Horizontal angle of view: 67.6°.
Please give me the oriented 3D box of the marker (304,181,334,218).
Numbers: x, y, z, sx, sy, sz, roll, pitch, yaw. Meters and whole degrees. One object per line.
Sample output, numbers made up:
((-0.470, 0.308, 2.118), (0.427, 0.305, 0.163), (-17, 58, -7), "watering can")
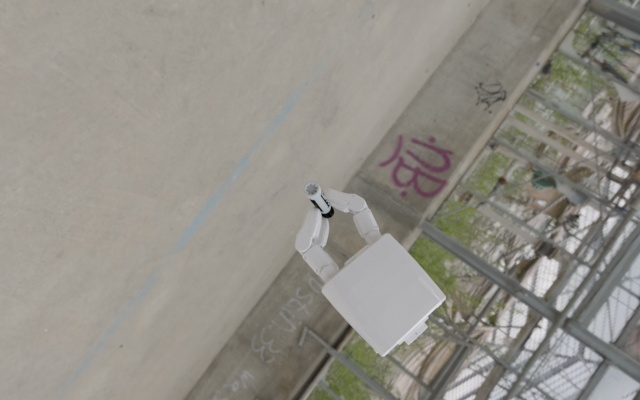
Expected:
((0.000, 0.002, 0.598), (0.020, 0.020, 0.121), (0, -15, 10), "marker")
